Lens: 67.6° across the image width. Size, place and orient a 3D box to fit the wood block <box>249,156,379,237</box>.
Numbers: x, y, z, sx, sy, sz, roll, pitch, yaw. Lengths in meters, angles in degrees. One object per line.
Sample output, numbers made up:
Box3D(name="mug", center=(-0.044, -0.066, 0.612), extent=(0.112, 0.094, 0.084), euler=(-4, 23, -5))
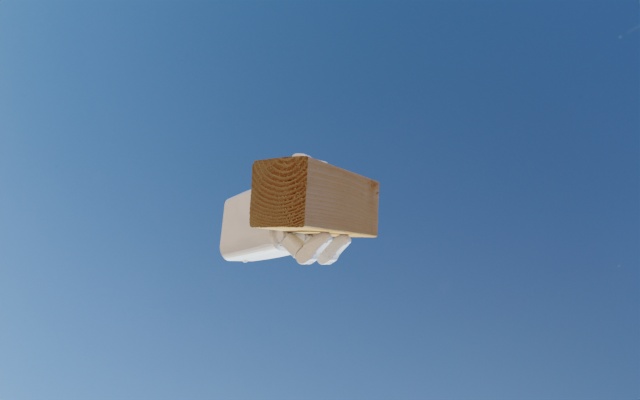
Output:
Box3D(name="wood block", center=(0.000, 0.002, 0.687), extent=(0.090, 0.091, 0.206), euler=(-2, -8, 32))
